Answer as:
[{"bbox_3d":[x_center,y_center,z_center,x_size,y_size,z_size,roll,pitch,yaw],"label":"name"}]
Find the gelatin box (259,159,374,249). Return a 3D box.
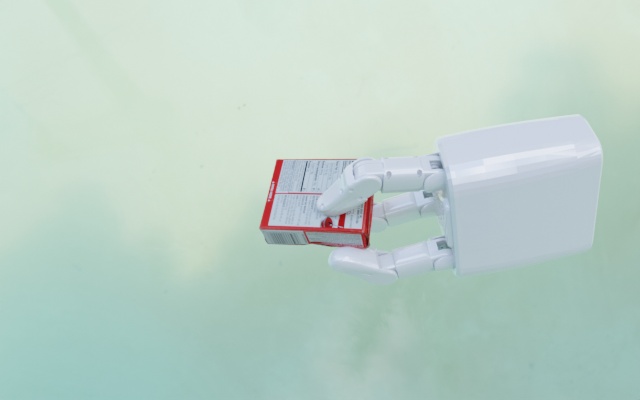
[{"bbox_3d":[0.000,0.001,0.403,0.089,0.073,0.030,1,-33,12],"label":"gelatin box"}]
